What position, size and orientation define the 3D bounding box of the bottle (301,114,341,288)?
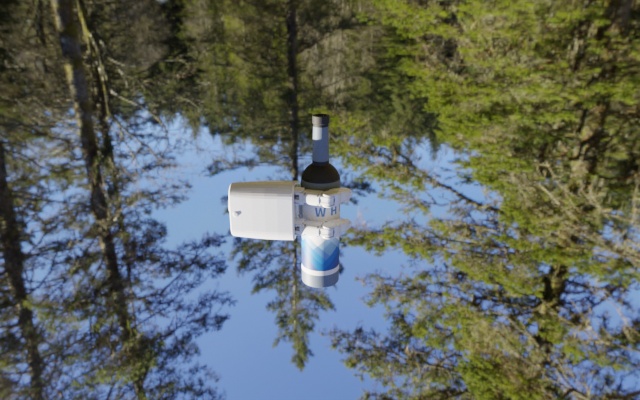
[{"bbox_3d":[0.000,0.003,0.807,0.069,0.296,0.069,0,21,0],"label":"bottle"}]
